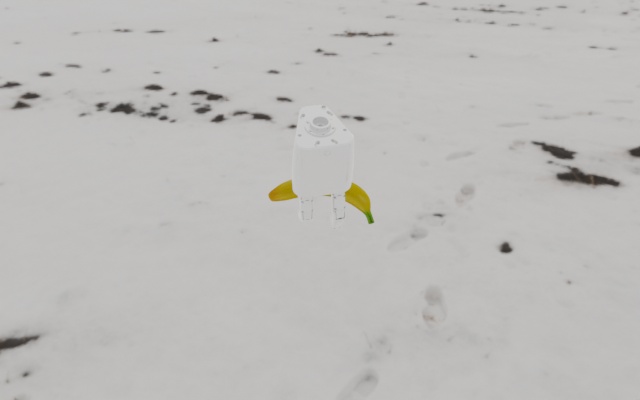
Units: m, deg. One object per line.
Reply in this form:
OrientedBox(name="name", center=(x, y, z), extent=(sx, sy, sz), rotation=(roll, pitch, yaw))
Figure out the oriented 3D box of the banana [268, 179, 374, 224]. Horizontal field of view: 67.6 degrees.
OrientedBox(name="banana", center=(0.007, -0.013, 0.865), extent=(0.198, 0.069, 0.037), rotation=(13, -23, 2))
